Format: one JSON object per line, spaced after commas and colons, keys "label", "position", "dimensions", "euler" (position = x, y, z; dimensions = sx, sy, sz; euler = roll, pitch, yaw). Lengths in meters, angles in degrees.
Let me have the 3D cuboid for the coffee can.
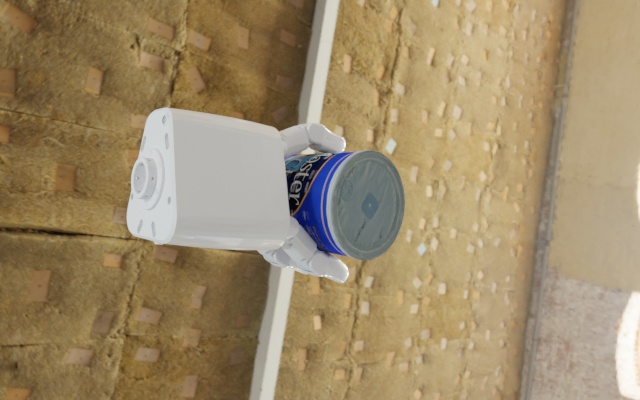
{"label": "coffee can", "position": [0.000, 0.002, 0.493], "dimensions": [0.103, 0.103, 0.140], "euler": [0, 3, -42]}
